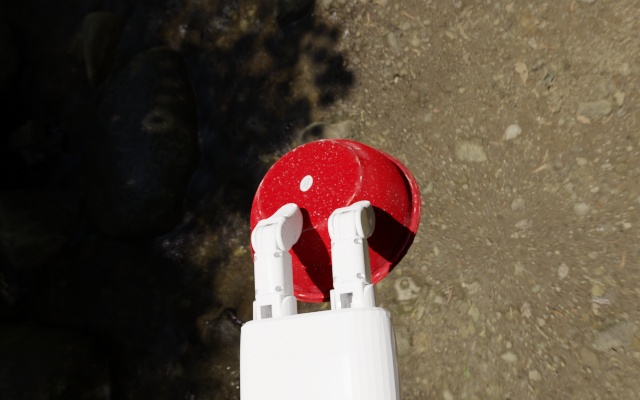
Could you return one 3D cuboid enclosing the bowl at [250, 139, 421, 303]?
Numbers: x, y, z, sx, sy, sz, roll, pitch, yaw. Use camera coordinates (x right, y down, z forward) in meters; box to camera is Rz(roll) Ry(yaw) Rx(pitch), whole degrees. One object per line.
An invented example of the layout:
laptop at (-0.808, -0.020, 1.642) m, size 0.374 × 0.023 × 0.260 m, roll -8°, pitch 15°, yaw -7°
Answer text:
bowl at (0.000, 0.000, 0.407) m, size 0.162 × 0.162 × 0.055 m, roll 0°, pitch -34°, yaw 27°
